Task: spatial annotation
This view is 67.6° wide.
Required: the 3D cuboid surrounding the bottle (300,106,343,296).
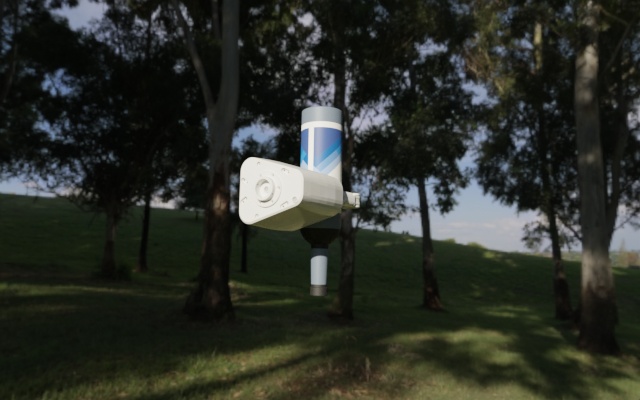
[{"bbox_3d":[0.000,0.002,0.763,0.069,0.295,0.069,1,-6,0],"label":"bottle"}]
